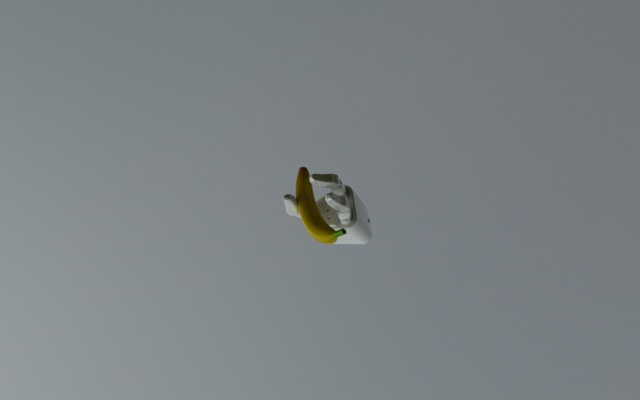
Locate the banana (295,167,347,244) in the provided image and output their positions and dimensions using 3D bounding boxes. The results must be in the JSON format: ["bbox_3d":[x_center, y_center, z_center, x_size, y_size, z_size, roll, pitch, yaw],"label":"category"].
[{"bbox_3d":[-0.010,0.018,0.900,0.037,0.070,0.197,24,25,-45],"label":"banana"}]
